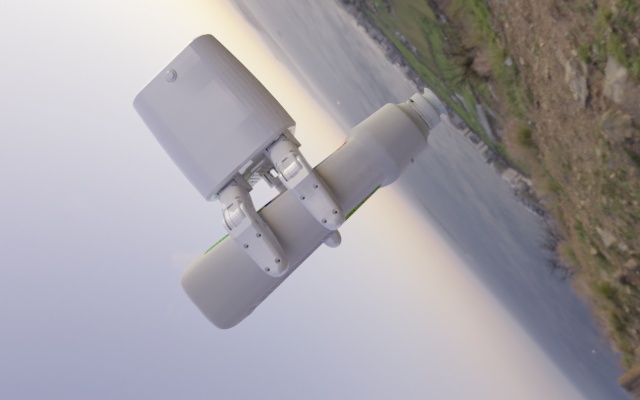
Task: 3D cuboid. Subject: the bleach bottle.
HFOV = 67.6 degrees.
[{"bbox_3d":[0.000,0.001,0.407,0.251,0.068,0.102,-41,-1,7],"label":"bleach bottle"}]
